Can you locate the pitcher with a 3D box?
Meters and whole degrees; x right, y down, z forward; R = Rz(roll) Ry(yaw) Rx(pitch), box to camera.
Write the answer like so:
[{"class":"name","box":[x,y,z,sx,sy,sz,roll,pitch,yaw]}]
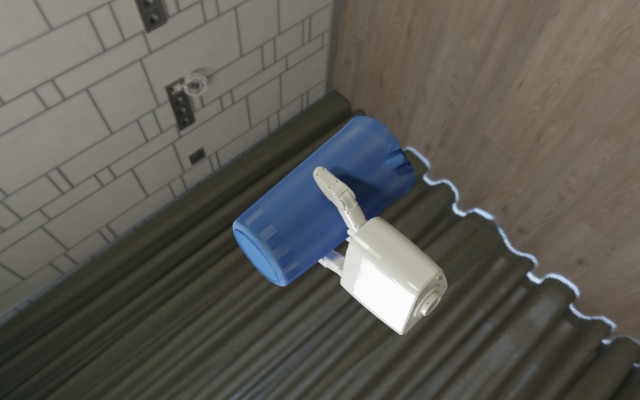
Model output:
[{"class":"pitcher","box":[0.000,0.002,0.664,0.145,0.242,0.149,40,-24,27]}]
